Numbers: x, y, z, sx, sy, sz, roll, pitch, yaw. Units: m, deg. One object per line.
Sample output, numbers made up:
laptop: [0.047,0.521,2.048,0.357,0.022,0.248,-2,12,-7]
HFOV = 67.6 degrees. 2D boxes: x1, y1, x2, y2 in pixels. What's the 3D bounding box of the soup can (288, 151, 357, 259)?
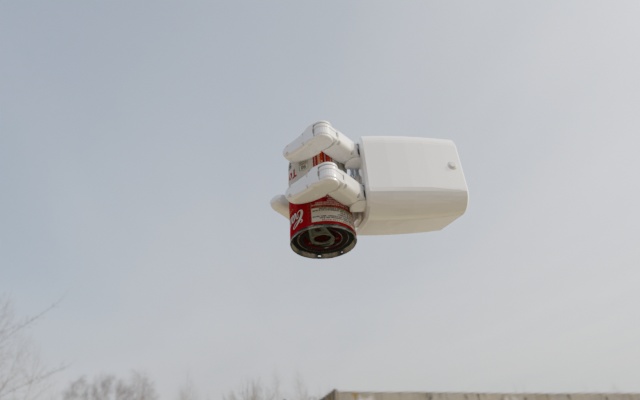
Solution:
soup can: [0.000,0.001,0.508,0.068,0.102,0.069,-3,-33,-2]
